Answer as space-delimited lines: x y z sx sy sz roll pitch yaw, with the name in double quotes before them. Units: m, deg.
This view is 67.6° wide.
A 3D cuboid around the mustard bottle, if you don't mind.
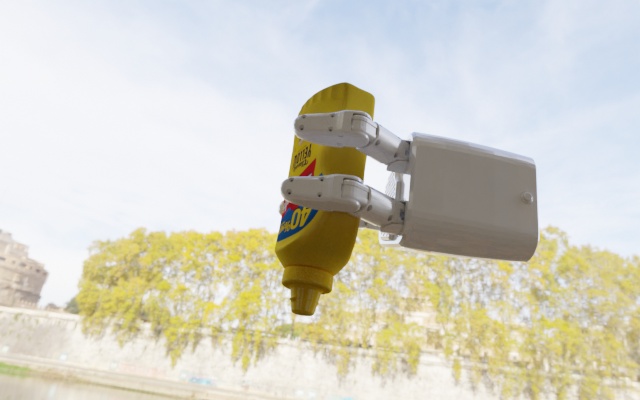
"mustard bottle" 0.000 0.001 0.408 0.058 0.191 0.096 20 -25 -26
